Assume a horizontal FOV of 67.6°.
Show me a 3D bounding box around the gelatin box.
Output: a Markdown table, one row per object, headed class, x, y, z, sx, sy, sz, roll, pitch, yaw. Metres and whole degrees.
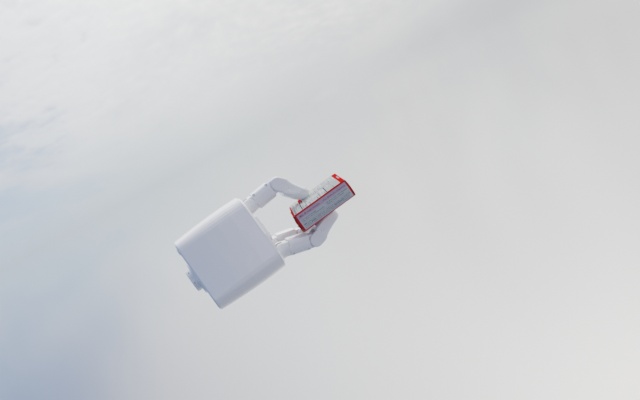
| class | x | y | z | sx | sy | sz | roll | pitch | yaw |
| --- | --- | --- | --- | --- | --- | --- | --- | --- | --- |
| gelatin box | 0.000 | 0.002 | 0.674 | 0.089 | 0.030 | 0.073 | -37 | 13 | -1 |
